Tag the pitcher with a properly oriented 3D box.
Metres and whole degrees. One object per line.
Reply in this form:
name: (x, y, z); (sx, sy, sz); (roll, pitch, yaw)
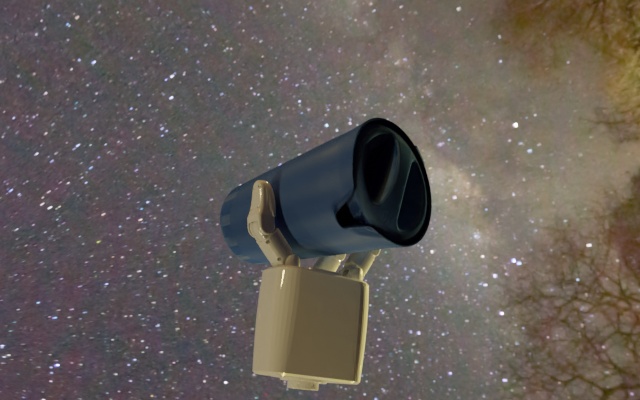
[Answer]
pitcher: (0.000, 0.002, 0.560); (0.243, 0.145, 0.149); (-17, -30, 42)
